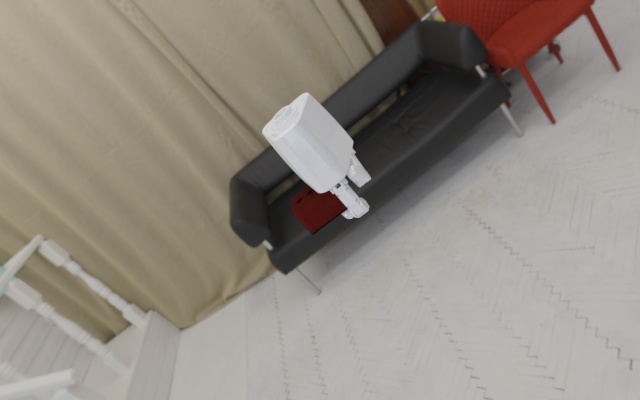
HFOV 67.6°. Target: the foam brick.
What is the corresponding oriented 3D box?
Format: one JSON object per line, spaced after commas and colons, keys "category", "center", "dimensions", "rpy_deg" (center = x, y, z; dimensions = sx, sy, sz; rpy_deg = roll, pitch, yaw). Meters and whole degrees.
{"category": "foam brick", "center": [0.000, 0.003, 0.734], "dimensions": [0.078, 0.051, 0.053], "rpy_deg": [-38, 26, 13]}
